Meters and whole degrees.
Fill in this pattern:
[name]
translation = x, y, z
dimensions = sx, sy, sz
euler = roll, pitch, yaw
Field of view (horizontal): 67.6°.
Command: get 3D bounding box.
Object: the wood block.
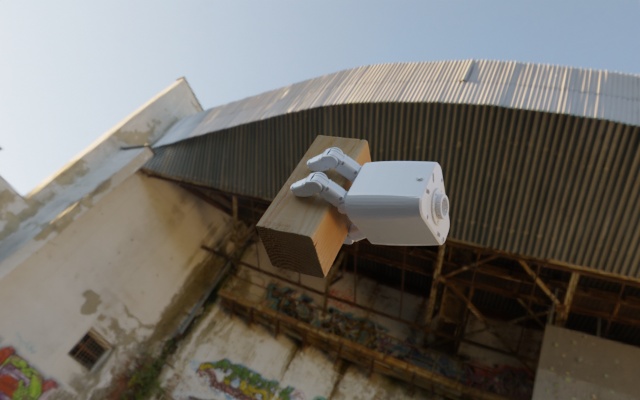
[wood block]
translation = 0.001, 0.003, 0.717
dimensions = 0.090, 0.091, 0.206
euler = 9, 47, 26
